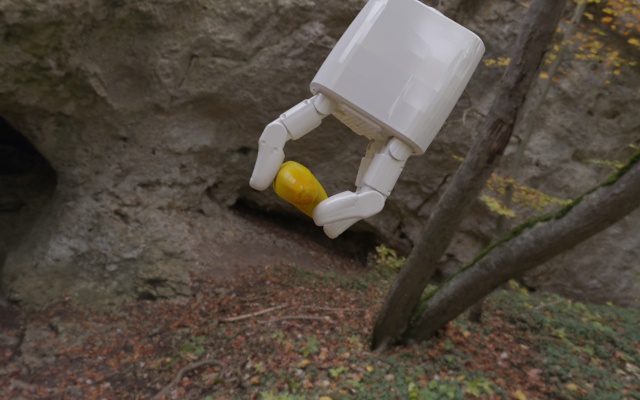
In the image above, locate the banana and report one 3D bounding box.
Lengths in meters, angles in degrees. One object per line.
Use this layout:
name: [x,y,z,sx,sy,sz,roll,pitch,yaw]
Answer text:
banana: [-0.014,-0.008,0.470,0.069,0.037,0.198,35,-2,15]
